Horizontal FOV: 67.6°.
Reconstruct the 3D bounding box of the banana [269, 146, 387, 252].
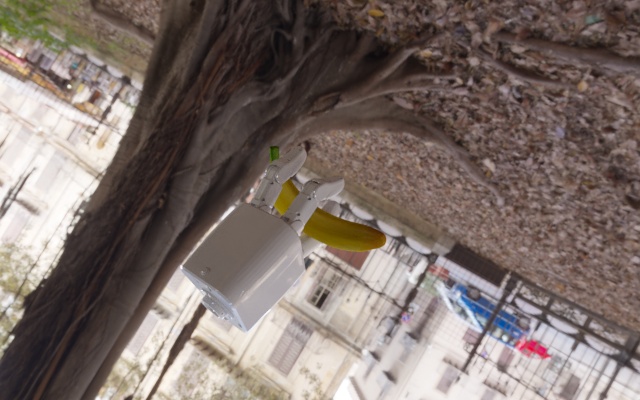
[{"bbox_3d":[-0.008,0.013,0.600,0.197,0.070,0.037,39,41,19],"label":"banana"}]
